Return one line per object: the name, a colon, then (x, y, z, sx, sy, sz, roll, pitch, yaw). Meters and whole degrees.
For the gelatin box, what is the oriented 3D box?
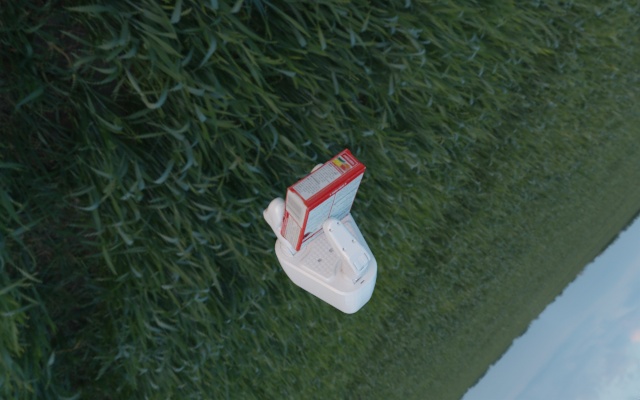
gelatin box: (0.000, 0.002, 0.456, 0.073, 0.030, 0.089, -35, -20, -26)
